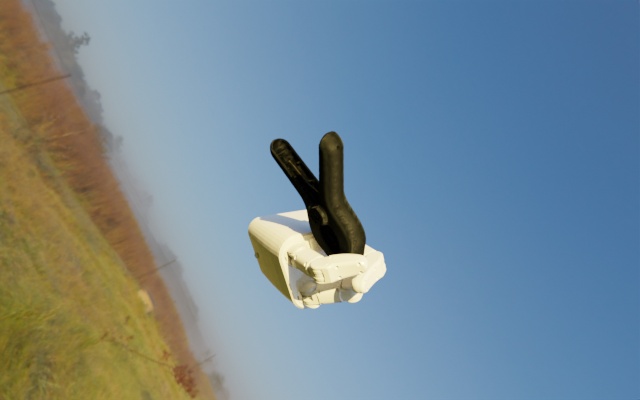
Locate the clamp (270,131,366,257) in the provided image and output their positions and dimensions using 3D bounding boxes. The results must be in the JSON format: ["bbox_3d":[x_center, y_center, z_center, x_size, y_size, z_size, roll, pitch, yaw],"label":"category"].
[{"bbox_3d":[0.001,0.002,0.523,0.039,0.171,0.120,-26,25,-24],"label":"clamp"}]
